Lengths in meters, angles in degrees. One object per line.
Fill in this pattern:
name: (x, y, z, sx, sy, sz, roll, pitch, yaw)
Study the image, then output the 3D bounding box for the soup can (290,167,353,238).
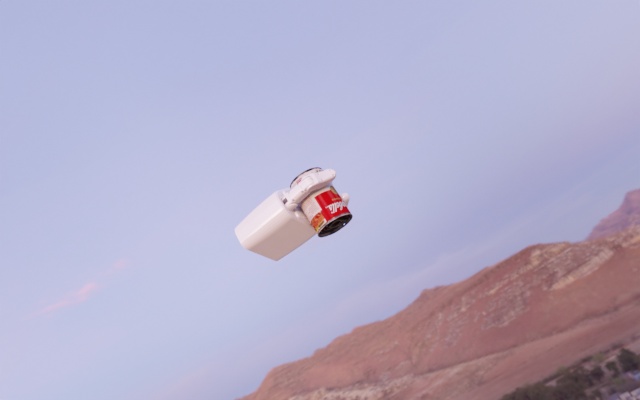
soup can: (0.000, 0.002, 0.814, 0.068, 0.102, 0.068, -27, -21, -12)
